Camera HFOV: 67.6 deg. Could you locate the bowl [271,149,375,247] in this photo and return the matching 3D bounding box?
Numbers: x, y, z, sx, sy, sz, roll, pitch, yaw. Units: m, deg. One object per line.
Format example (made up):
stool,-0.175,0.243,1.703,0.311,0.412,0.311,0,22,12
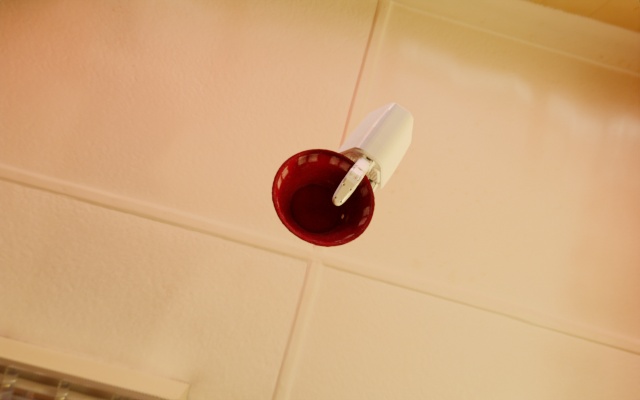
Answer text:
bowl,-0.001,0.003,0.745,0.162,0.162,0.055,0,-22,-16
